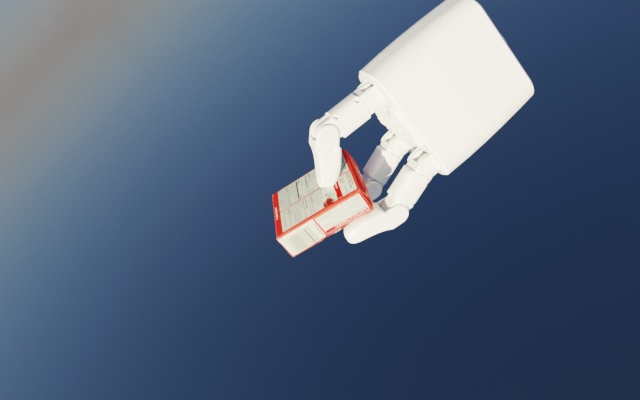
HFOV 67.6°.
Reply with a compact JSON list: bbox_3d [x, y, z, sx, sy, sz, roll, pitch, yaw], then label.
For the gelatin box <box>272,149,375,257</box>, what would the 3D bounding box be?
[{"bbox_3d":[0.000,0.001,0.443,0.089,0.030,0.073,-31,33,11],"label":"gelatin box"}]
